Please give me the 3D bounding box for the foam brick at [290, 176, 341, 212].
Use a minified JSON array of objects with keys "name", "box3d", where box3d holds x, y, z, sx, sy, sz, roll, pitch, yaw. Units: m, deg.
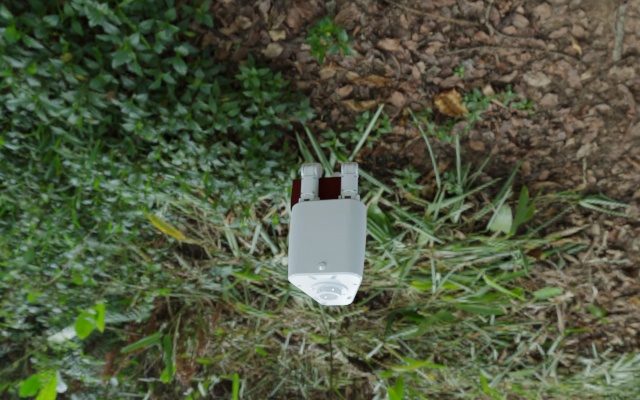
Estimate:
[{"name":"foam brick","box3d":[0.000,0.002,0.684,0.078,0.051,0.053,-4,-33,11]}]
